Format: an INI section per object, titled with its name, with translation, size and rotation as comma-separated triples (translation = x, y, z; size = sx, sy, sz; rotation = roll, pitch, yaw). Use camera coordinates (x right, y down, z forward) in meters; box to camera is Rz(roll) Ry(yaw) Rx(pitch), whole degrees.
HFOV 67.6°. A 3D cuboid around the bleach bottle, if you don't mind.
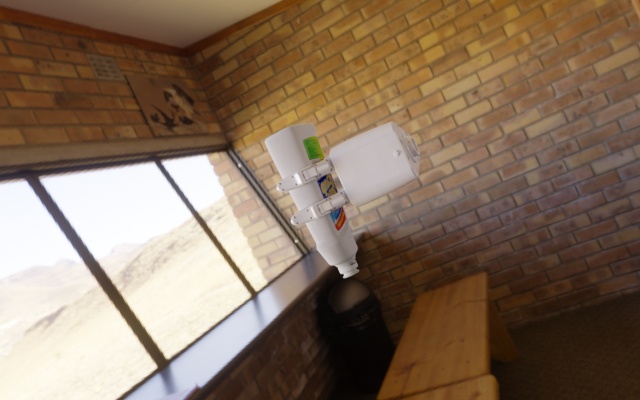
[bleach bottle]
translation = 0.000, 0.003, 0.771
size = 0.068, 0.251, 0.102
rotation = -24, 1, 24
